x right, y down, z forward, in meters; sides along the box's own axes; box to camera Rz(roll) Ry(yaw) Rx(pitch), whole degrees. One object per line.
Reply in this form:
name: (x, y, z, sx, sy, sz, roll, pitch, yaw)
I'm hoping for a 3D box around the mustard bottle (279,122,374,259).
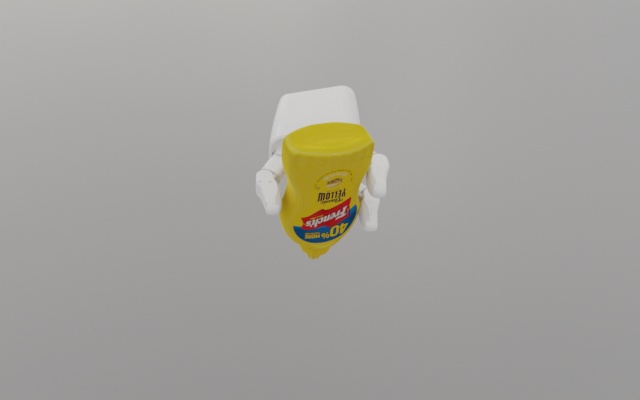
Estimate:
mustard bottle: (0.000, 0.002, 0.560, 0.096, 0.192, 0.058, -12, 47, -20)
